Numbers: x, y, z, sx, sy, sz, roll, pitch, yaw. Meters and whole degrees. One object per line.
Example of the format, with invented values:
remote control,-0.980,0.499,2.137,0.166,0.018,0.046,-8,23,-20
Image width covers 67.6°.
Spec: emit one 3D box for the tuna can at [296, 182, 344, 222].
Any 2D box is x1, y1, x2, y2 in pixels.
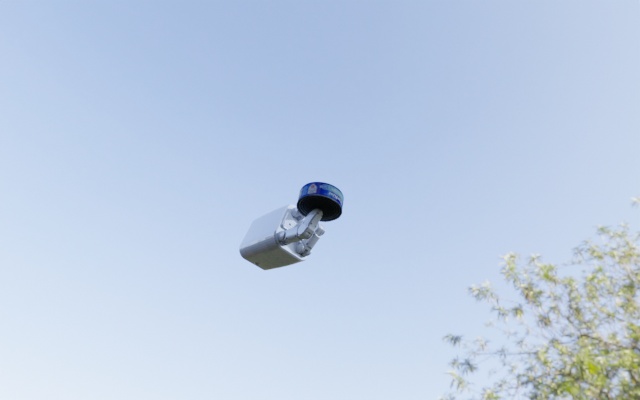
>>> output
tuna can,0.000,0.002,0.890,0.086,0.033,0.086,7,-35,5
